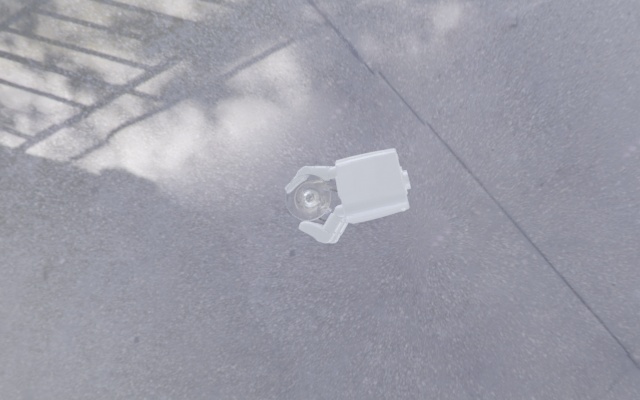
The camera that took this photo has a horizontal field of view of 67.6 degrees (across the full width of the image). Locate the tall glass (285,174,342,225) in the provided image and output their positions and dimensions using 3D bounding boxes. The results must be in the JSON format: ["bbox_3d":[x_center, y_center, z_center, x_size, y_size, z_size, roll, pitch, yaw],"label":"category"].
[{"bbox_3d":[0.000,0.003,0.847,0.079,0.079,0.201,0,-5,11],"label":"tall glass"}]
